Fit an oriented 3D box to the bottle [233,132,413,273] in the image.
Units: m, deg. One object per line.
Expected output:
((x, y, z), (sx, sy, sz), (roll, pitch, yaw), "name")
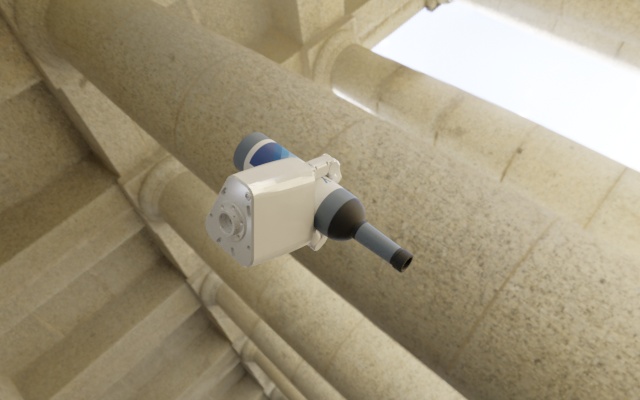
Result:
((0.000, 0.002, 0.654), (0.295, 0.069, 0.069), (36, 18, 27), "bottle")
